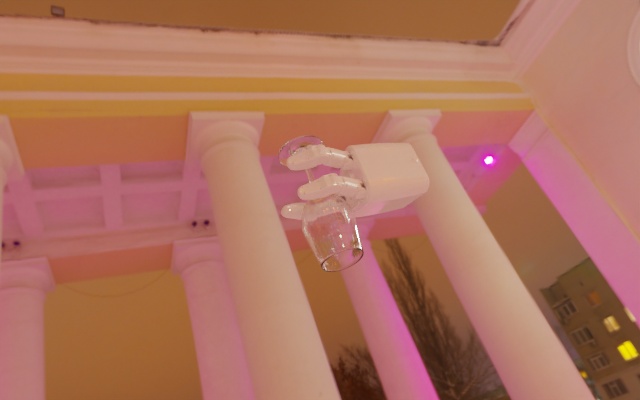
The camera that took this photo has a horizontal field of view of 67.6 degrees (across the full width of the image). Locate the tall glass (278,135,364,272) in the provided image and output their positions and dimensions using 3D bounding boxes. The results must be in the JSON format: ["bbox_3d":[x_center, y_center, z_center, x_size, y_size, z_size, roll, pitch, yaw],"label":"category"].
[{"bbox_3d":[0.000,0.002,0.701,0.079,0.201,0.079,-15,-32,-9],"label":"tall glass"}]
